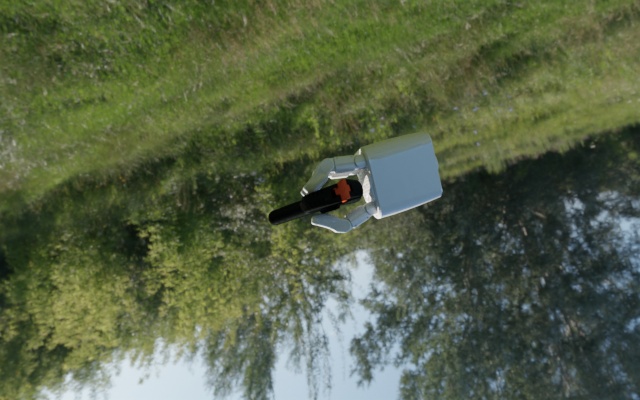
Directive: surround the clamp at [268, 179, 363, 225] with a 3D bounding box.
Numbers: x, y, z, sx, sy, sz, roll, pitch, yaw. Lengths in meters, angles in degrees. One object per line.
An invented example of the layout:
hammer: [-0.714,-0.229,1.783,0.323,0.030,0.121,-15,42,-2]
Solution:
clamp: [0.001,0.003,0.725,0.164,0.036,0.210,-17,-3,-7]
